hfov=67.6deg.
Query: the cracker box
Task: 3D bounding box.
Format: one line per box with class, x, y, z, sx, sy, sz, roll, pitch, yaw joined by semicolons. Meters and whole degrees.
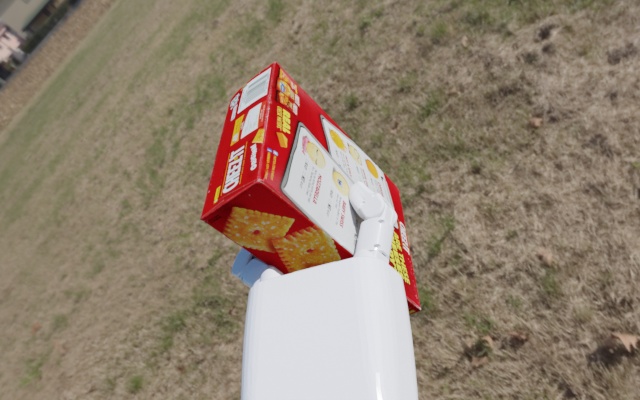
cracker box;0.000;0.001;0.449;0.072;0.164;0.214;-29;-51;26
